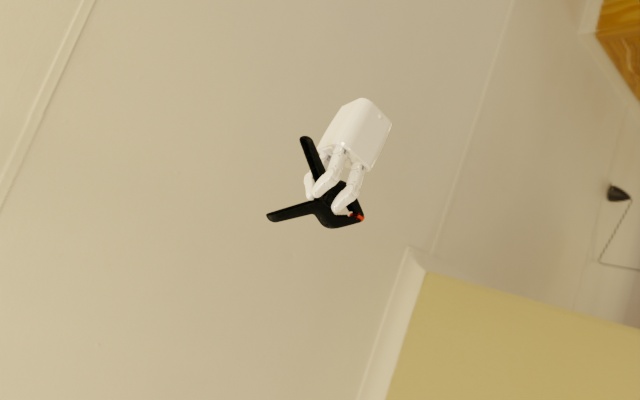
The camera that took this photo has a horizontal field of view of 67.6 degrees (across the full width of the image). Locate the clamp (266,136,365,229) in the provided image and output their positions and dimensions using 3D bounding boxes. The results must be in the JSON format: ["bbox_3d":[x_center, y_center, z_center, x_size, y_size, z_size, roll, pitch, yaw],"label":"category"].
[{"bbox_3d":[0.000,0.003,0.891,0.210,0.164,0.036,38,-14,-35],"label":"clamp"}]
